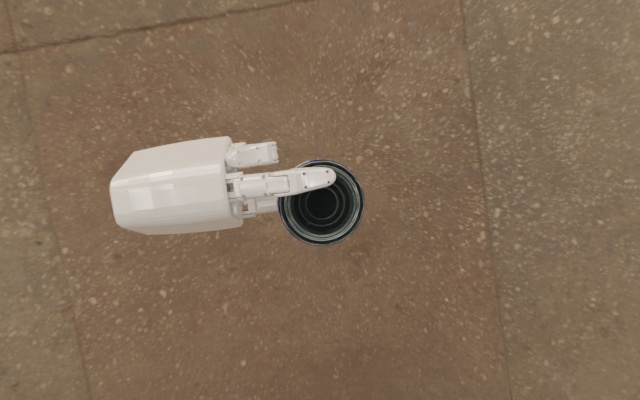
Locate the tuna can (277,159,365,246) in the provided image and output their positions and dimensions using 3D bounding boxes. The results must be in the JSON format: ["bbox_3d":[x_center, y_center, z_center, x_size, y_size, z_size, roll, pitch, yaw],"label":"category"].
[{"bbox_3d":[0.000,0.002,0.474,0.086,0.086,0.034,0,4,-6],"label":"tuna can"}]
